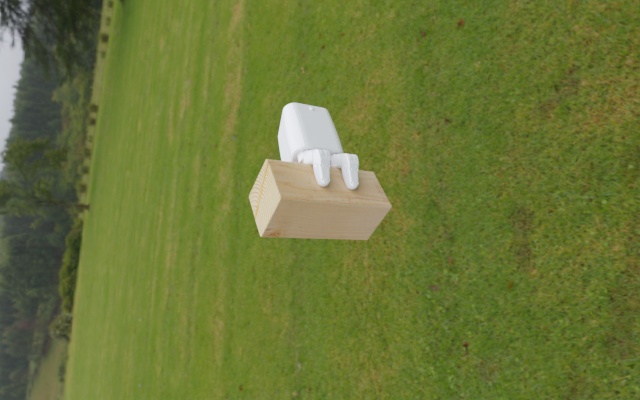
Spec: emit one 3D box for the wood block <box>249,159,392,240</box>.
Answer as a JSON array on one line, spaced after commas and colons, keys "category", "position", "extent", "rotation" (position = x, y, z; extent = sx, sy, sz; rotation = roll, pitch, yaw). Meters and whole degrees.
[{"category": "wood block", "position": [0.000, 0.002, 0.790], "extent": [0.206, 0.090, 0.091], "rotation": [4, -45, -31]}]
